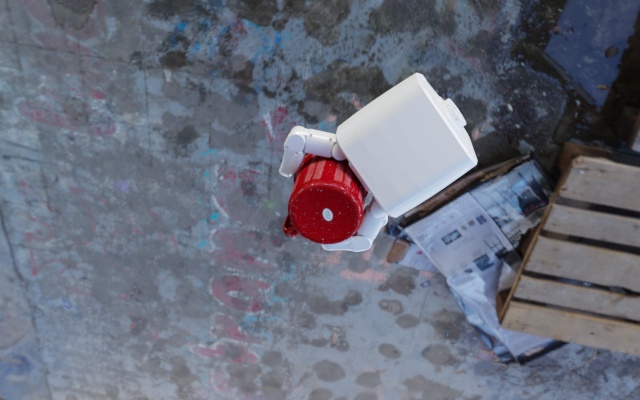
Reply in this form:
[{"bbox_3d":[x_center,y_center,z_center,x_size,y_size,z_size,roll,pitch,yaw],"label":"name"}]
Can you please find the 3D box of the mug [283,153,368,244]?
[{"bbox_3d":[-0.001,0.003,0.543,0.117,0.093,0.081,-35,20,24],"label":"mug"}]
